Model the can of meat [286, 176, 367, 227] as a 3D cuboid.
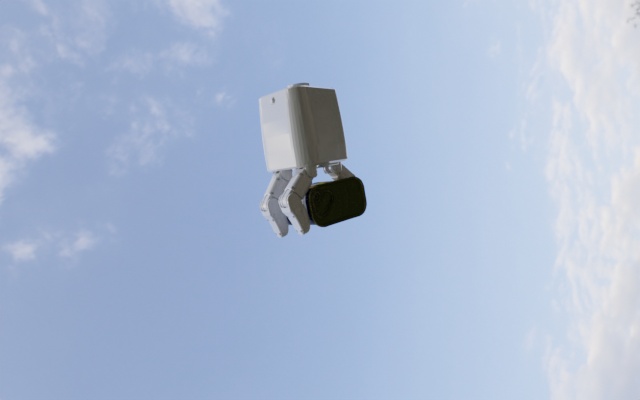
[{"bbox_3d":[0.000,0.002,0.682,0.102,0.057,0.084,-16,8,-39],"label":"can of meat"}]
